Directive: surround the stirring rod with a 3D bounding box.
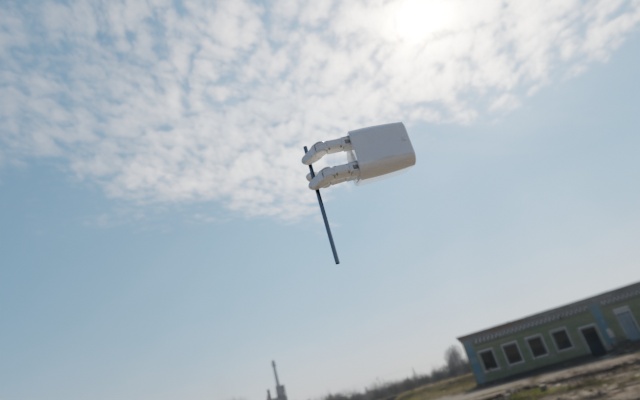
[{"bbox_3d":[0.000,0.003,0.871,0.011,0.239,0.011,-13,-24,-6],"label":"stirring rod"}]
